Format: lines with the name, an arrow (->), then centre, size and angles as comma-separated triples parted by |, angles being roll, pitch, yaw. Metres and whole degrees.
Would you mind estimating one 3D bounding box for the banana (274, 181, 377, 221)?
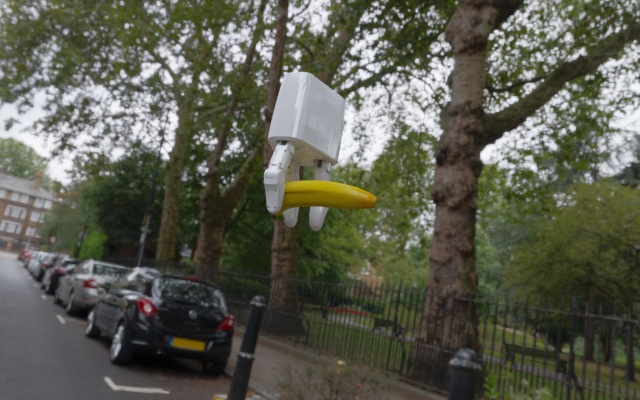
banana -> -0.015, -0.003, 0.663 | 0.198, 0.037, 0.070 | -7, -24, 45
